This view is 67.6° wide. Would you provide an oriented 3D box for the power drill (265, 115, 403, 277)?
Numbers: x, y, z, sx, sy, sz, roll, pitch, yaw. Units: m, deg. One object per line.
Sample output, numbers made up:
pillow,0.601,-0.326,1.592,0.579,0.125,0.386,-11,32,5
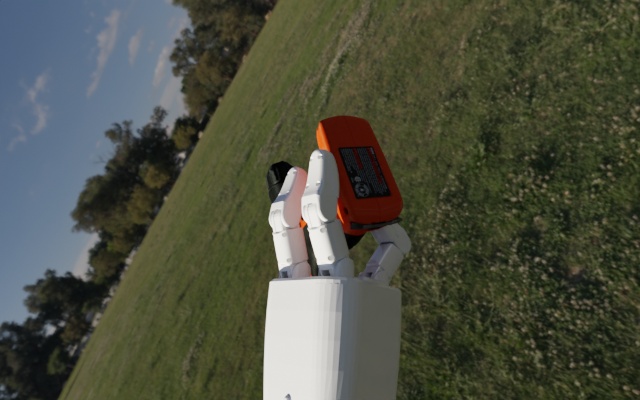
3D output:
power drill,0.000,0.002,0.481,0.057,0.184,0.188,-9,-26,-26
